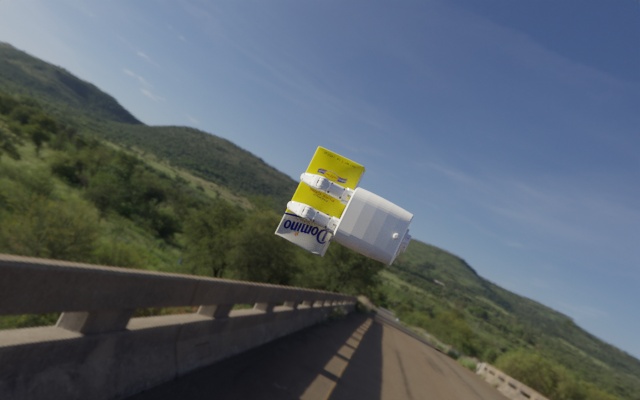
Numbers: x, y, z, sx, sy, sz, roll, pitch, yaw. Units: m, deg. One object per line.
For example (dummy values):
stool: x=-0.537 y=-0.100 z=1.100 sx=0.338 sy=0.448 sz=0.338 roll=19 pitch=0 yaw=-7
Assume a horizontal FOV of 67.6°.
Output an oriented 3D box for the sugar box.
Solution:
sugar box: x=0.000 y=0.003 z=0.849 sx=0.093 sy=0.176 sz=0.048 roll=25 pitch=-5 yaw=11
